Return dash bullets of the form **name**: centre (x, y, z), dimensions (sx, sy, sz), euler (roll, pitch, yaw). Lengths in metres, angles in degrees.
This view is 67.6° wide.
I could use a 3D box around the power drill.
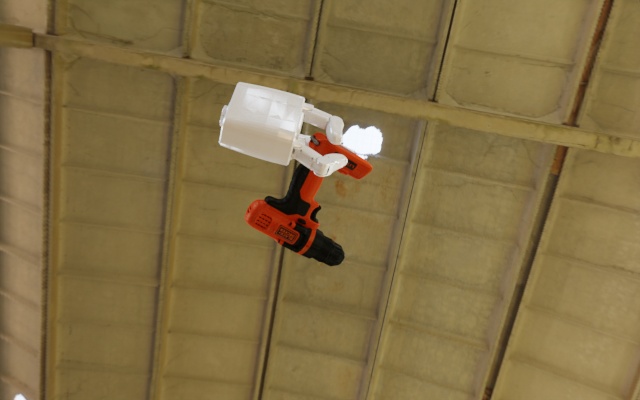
- **power drill**: centre (0.000, 0.002, 0.761), dimensions (0.184, 0.188, 0.057), euler (30, 10, -23)
